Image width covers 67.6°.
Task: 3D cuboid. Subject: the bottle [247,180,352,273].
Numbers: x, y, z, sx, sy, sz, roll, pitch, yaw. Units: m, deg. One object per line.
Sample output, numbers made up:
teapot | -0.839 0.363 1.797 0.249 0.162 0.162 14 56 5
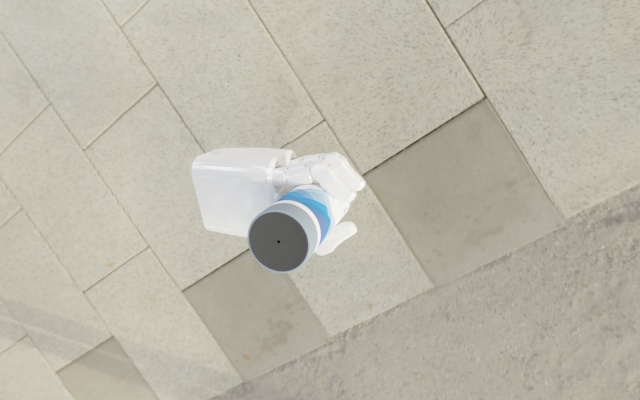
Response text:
bottle | 0.000 0.002 0.600 0.069 0.069 0.295 0 15 17
